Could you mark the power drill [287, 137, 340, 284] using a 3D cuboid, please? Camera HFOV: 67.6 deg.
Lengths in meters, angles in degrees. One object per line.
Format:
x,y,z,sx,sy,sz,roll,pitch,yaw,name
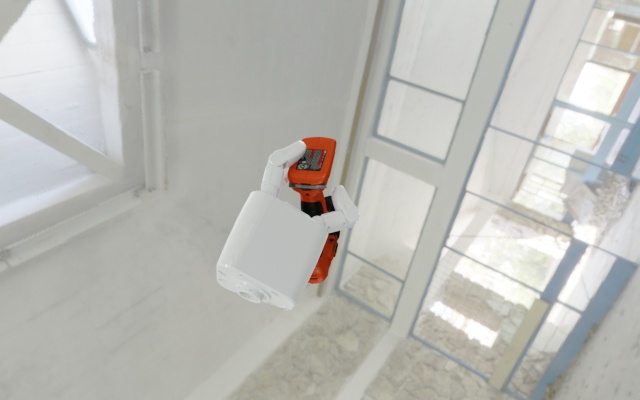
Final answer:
0.000,0.002,0.718,0.057,0.188,0.184,1,39,10,power drill
